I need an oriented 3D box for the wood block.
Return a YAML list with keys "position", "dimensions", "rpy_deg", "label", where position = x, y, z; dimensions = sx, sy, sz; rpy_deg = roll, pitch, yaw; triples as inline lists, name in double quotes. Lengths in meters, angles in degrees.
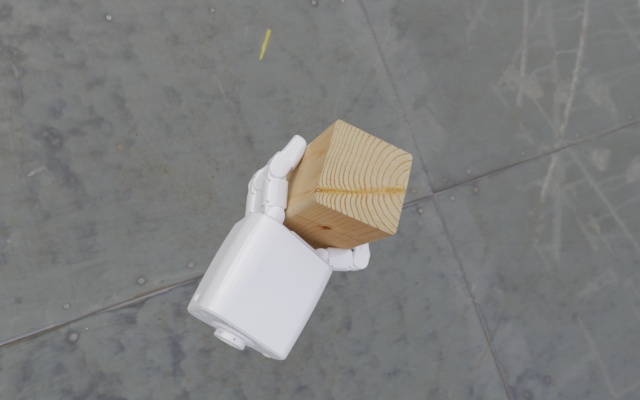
- position: [0.000, 0.002, 0.537]
  dimensions: [0.091, 0.090, 0.206]
  rpy_deg: [23, -22, -19]
  label: "wood block"
